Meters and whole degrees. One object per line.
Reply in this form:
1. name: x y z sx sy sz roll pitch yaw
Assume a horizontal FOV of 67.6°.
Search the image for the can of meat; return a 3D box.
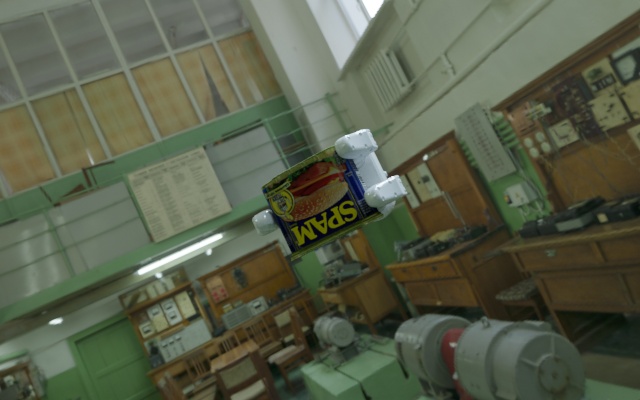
1. can of meat: 0.000 0.001 0.489 0.102 0.084 0.057 -27 -5 14
